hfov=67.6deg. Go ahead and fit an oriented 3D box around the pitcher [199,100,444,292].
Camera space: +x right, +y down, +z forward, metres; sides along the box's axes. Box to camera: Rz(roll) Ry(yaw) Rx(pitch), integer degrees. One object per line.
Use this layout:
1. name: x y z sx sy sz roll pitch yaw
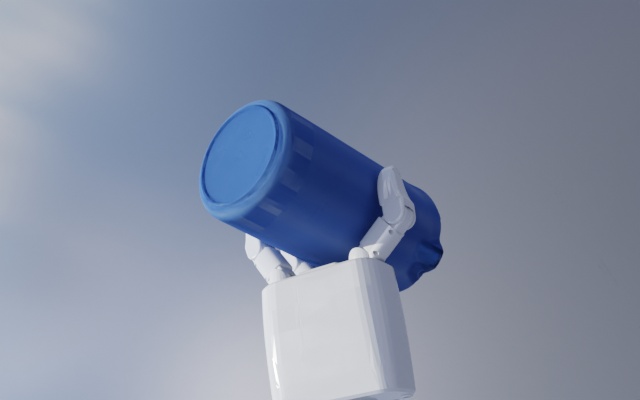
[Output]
1. pitcher: 0.000 0.002 0.476 0.149 0.145 0.243 -28 -36 29
